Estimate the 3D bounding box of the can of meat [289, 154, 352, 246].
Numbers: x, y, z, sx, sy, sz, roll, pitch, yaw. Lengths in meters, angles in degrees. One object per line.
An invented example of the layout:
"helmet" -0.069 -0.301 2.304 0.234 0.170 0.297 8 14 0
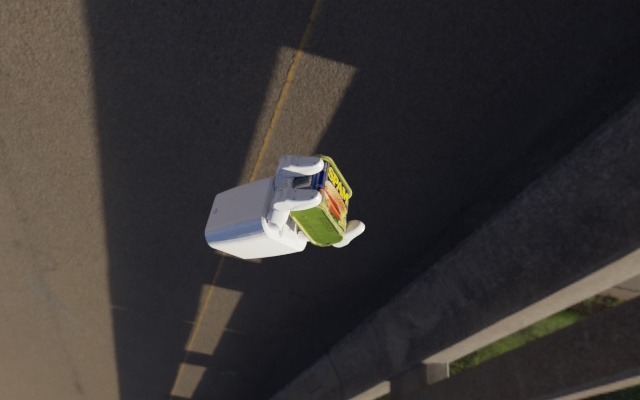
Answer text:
"can of meat" 0.000 0.002 0.658 0.057 0.084 0.102 -10 -41 23
